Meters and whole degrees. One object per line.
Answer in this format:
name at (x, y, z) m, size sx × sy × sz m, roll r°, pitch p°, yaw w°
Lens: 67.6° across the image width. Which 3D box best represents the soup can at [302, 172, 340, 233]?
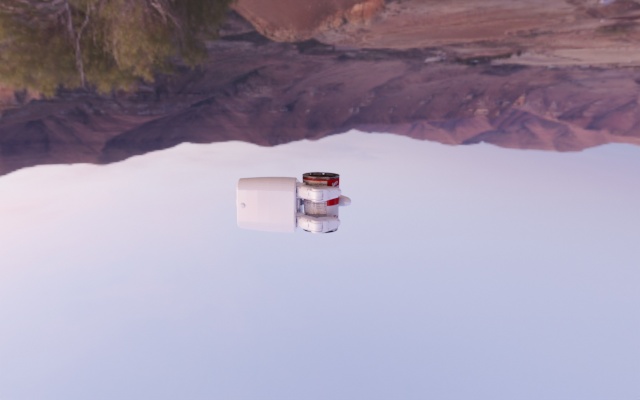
soup can at (0.001, 0.003, 0.869) m, size 0.068 × 0.102 × 0.068 m, roll 1°, pitch 11°, yaw 0°
